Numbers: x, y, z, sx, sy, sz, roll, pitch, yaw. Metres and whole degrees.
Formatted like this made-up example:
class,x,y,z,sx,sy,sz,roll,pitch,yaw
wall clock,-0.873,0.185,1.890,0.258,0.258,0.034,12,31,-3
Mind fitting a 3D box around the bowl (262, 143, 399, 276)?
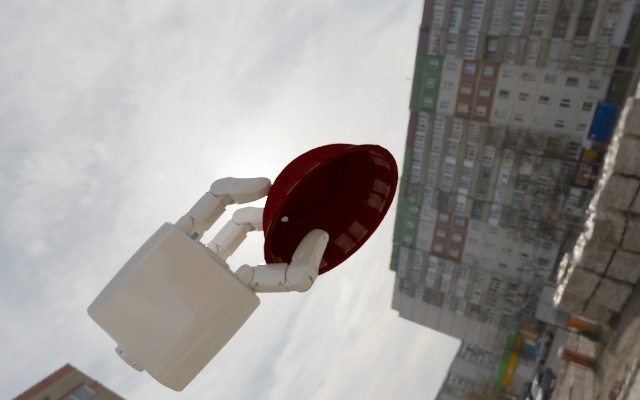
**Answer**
class,x,y,z,sx,sy,sz,roll,pitch,yaw
bowl,0.001,0.001,0.473,0.162,0.162,0.055,0,35,-46
